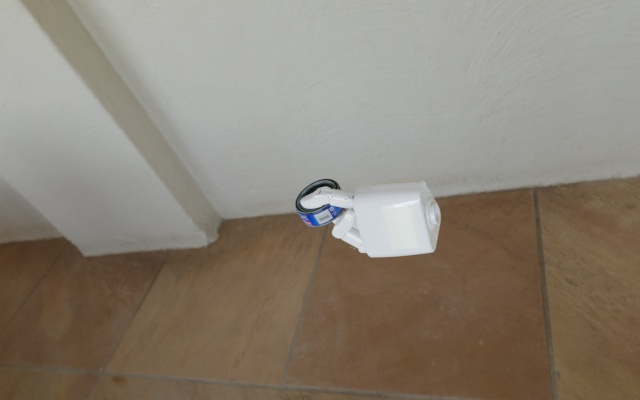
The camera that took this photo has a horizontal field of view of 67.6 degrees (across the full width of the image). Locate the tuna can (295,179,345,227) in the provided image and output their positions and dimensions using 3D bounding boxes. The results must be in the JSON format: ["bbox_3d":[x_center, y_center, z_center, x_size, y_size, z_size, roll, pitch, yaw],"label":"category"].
[{"bbox_3d":[0.000,0.002,0.817,0.086,0.086,0.034,0,-44,38],"label":"tuna can"}]
